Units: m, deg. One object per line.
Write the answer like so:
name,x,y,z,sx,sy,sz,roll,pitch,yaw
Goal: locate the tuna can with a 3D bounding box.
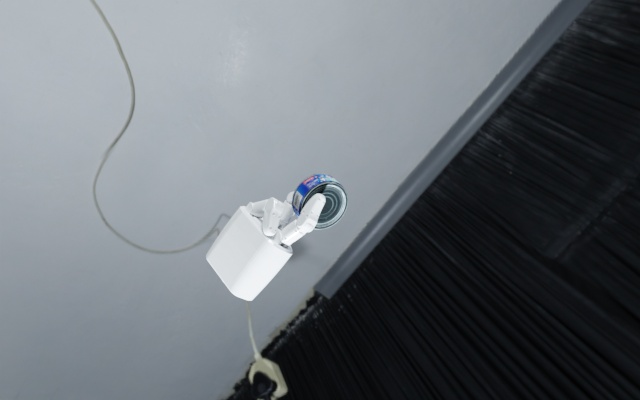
tuna can,0.000,0.003,0.756,0.086,0.086,0.033,0,25,-29
